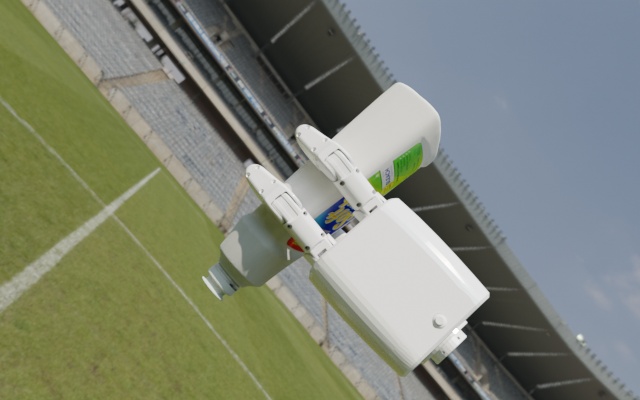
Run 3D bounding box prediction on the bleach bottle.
[{"bbox_3d":[0.000,0.001,0.448,0.251,0.068,0.103,-40,-21,-9],"label":"bleach bottle"}]
